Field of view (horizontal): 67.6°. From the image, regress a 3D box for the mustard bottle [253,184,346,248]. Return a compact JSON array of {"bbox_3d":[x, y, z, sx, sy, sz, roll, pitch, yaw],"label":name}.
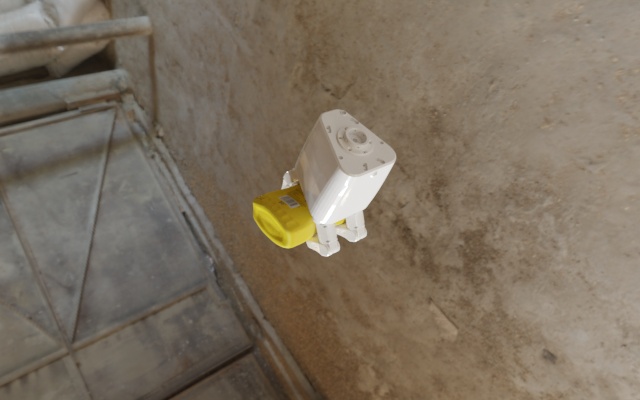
[{"bbox_3d":[0.000,0.003,0.724,0.191,0.058,0.096,-23,42,-33],"label":"mustard bottle"}]
